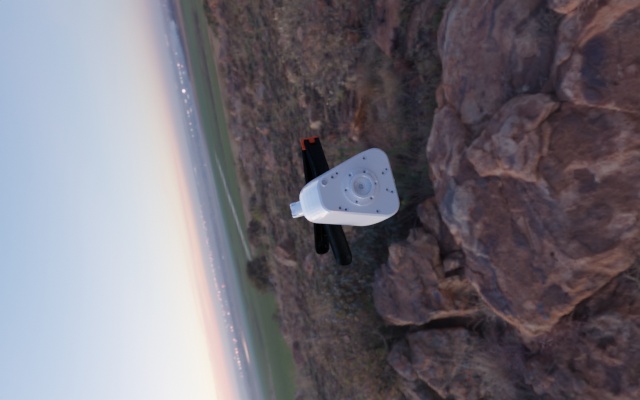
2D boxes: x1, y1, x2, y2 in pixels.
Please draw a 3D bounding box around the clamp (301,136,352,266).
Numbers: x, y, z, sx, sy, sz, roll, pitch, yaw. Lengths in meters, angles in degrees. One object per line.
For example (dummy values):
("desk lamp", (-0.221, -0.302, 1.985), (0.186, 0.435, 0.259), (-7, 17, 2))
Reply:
("clamp", (-0.001, 0.002, 0.785), (0.036, 0.210, 0.164), (-12, -4, -14))
